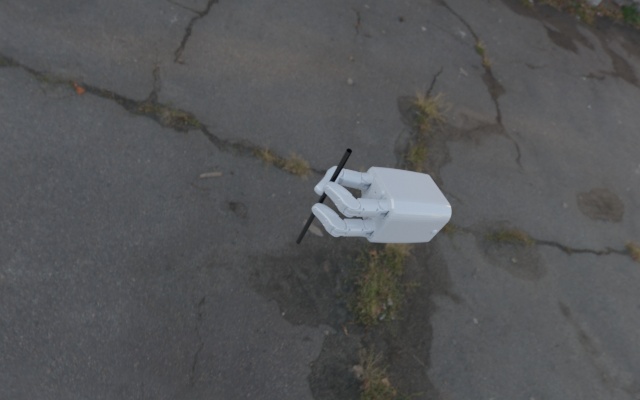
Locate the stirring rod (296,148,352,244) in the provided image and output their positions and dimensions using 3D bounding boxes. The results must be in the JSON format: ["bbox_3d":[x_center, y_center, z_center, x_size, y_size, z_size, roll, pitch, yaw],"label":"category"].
[{"bbox_3d":[0.000,0.002,0.729,0.011,0.011,0.240,0,-35,-23],"label":"stirring rod"}]
